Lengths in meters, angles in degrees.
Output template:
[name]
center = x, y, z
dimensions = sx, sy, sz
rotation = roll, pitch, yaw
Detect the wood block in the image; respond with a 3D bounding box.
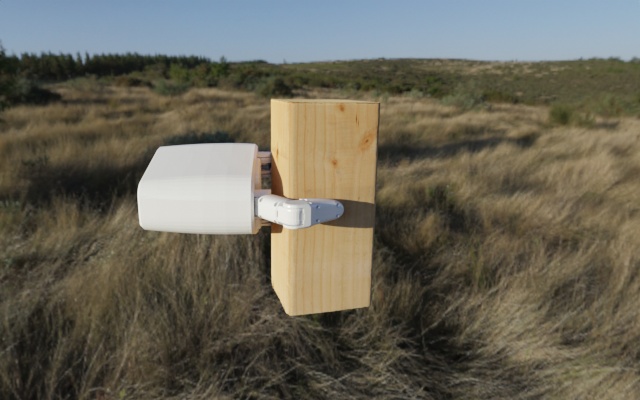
[wood block]
center = 0.000, 0.002, 0.494
dimensions = 0.090, 0.206, 0.090
rotation = -3, 14, -16
